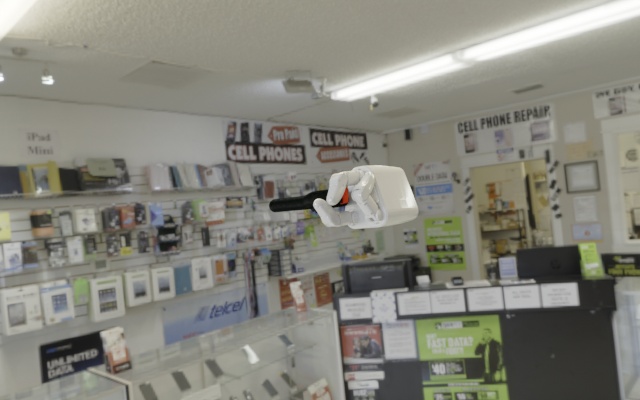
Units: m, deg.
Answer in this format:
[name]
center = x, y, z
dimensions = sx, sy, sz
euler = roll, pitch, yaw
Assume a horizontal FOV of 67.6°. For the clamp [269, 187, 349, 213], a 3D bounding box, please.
[clamp]
center = 0.000, 0.002, 0.885
dimensions = 0.171, 0.039, 0.120
euler = -7, -2, 44
